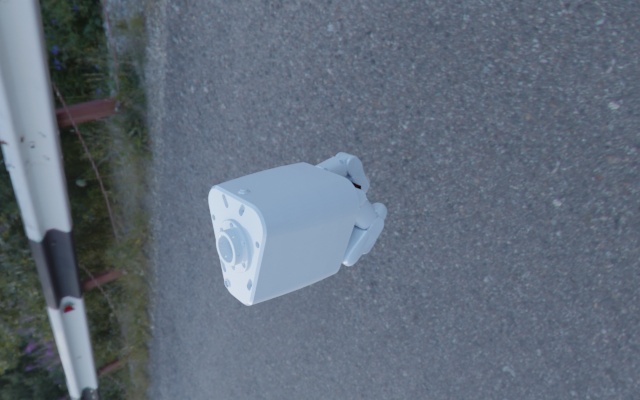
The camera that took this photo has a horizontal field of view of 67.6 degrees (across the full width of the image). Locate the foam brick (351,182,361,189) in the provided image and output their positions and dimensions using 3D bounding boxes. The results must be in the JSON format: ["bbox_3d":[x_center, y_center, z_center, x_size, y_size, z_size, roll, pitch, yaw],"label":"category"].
[{"bbox_3d":[0.000,0.002,0.530,0.051,0.053,0.078,-17,28,-38],"label":"foam brick"}]
